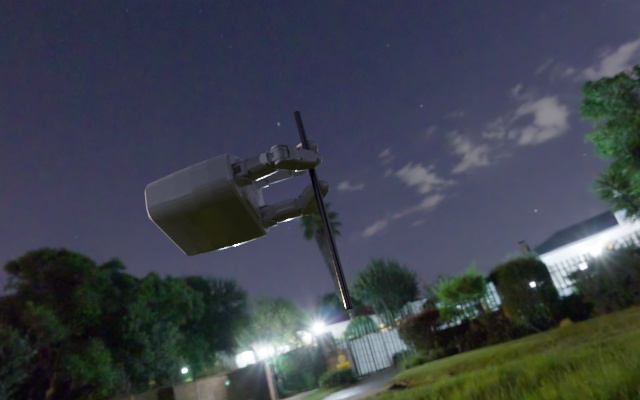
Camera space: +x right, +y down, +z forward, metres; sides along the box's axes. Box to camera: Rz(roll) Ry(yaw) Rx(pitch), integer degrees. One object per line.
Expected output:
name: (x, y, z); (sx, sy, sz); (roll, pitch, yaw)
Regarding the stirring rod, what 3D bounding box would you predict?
stirring rod: (0.000, 0.002, 0.526); (0.011, 0.239, 0.011); (-13, -23, -6)
